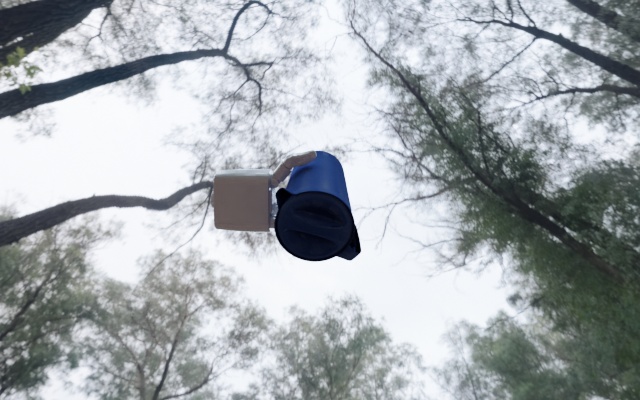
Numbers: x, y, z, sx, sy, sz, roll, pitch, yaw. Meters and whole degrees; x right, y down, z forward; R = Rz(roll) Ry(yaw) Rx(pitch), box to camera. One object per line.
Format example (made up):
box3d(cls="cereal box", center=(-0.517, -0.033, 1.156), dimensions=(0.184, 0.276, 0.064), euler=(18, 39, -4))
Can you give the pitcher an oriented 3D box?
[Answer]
box3d(cls="pitcher", center=(0.000, 0.003, 0.887), dimensions=(0.145, 0.149, 0.242), euler=(-1, 25, 2))
